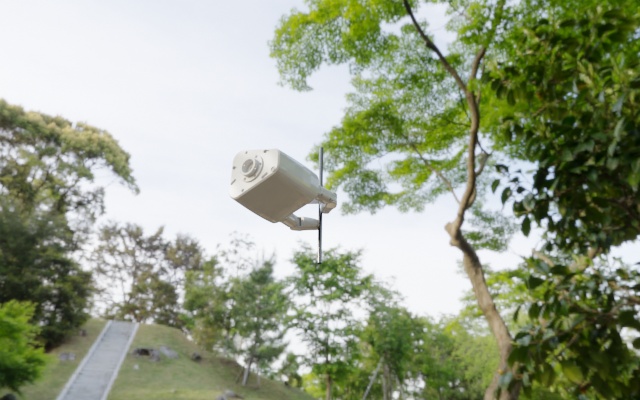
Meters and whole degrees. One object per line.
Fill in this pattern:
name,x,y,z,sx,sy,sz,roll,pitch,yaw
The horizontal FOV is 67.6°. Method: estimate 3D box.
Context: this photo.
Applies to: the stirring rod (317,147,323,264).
stirring rod,0.000,0.003,0.893,0.011,0.239,0.011,1,-27,0
